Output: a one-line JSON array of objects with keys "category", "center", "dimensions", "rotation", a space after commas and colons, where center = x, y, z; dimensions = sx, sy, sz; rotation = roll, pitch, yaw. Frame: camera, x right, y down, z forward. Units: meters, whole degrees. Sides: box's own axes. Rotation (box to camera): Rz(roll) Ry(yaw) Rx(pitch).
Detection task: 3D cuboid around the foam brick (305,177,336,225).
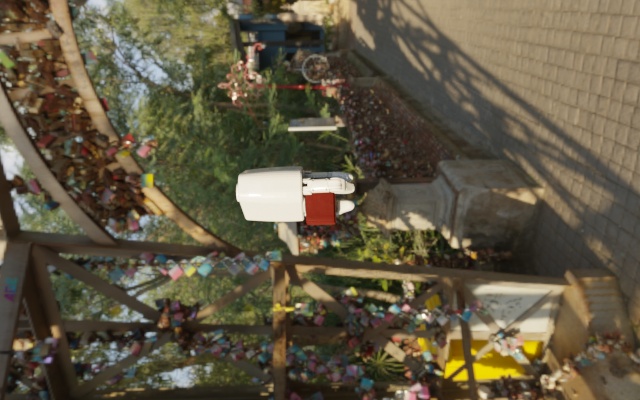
[{"category": "foam brick", "center": [0.000, 0.003, 0.827], "dimensions": [0.051, 0.078, 0.053], "rotation": [-2, -9, 0]}]
